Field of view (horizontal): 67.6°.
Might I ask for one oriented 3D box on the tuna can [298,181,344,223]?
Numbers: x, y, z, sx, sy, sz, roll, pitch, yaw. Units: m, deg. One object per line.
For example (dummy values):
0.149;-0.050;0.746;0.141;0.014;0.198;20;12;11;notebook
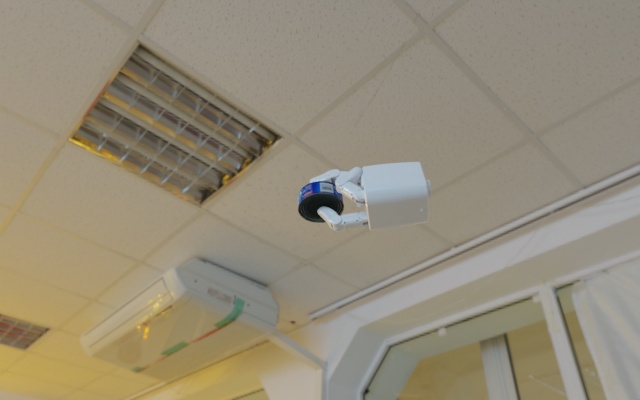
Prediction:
0.000;0.003;0.896;0.086;0.033;0.086;-3;-41;-2;tuna can
